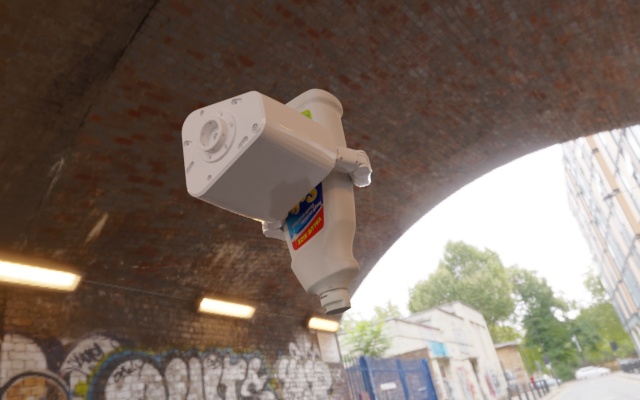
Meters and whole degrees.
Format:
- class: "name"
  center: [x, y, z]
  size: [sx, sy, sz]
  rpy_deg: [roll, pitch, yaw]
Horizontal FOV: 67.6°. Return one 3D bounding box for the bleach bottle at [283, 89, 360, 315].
- class: "bleach bottle"
  center: [0.000, 0.002, 0.550]
  size: [0.102, 0.250, 0.068]
  rpy_deg: [-27, -28, 29]
